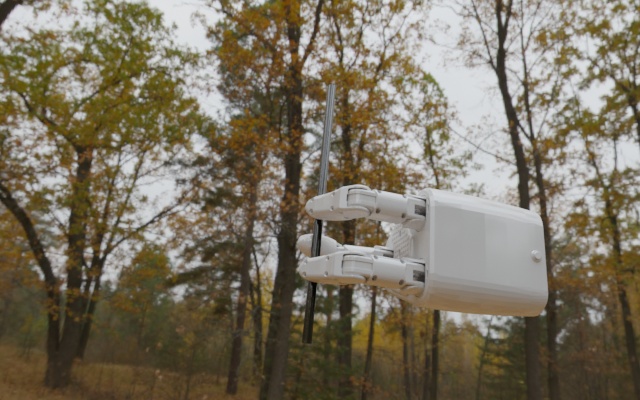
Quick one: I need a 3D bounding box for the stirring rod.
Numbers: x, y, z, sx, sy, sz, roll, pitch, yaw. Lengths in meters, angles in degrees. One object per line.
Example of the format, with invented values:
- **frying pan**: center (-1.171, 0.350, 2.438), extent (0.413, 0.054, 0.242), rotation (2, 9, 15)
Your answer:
- **stirring rod**: center (0.000, 0.002, 0.422), extent (0.011, 0.239, 0.011), rotation (5, -20, 2)
